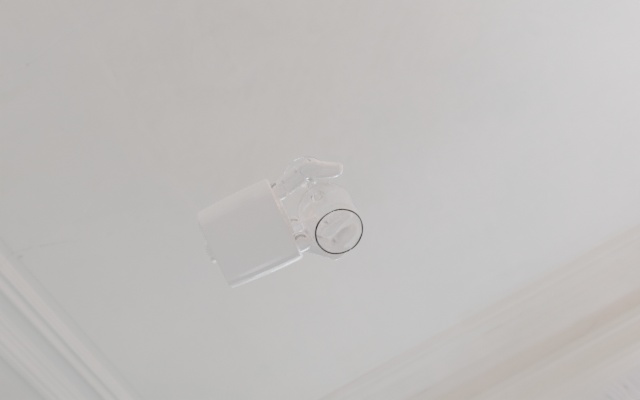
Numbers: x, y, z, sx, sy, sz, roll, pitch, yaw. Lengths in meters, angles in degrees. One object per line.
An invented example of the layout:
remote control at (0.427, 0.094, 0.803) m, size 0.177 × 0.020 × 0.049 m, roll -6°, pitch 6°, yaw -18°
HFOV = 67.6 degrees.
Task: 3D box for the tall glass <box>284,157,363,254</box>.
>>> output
tall glass at (0.000, 0.002, 0.670) m, size 0.079 × 0.079 × 0.201 m, roll 0°, pitch 21°, yaw -15°
